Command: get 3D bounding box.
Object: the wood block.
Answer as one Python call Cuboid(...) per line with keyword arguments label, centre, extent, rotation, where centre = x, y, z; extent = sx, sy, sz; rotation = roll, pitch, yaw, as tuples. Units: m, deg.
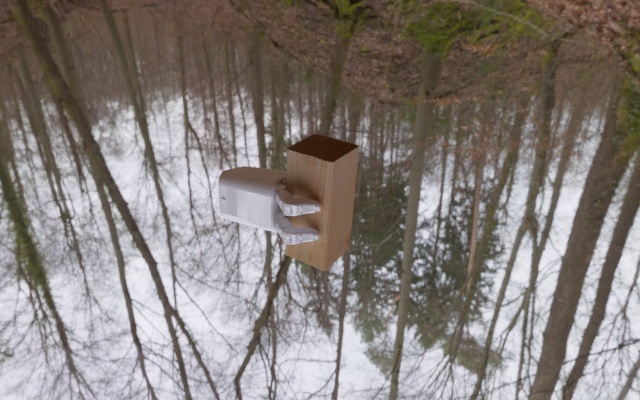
Cuboid(label="wood block", centre=(0.000, 0.003, 0.826), extent=(0.090, 0.206, 0.090), rotation=(19, 33, 26))
